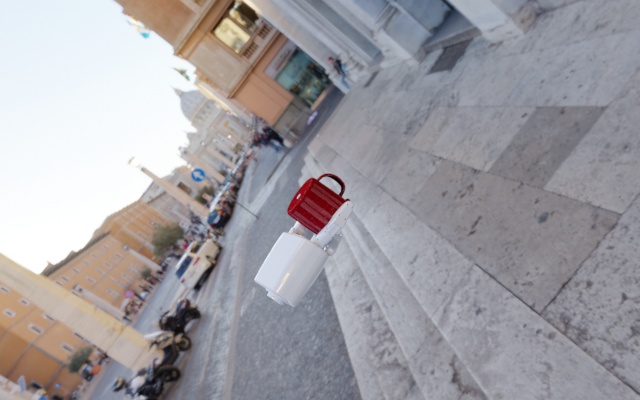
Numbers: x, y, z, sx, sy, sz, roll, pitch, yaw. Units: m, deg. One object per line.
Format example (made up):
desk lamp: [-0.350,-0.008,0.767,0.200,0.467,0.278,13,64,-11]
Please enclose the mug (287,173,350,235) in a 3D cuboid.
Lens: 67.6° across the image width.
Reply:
mug: [0.001,0.002,0.860,0.081,0.117,0.093,35,-14,-11]
